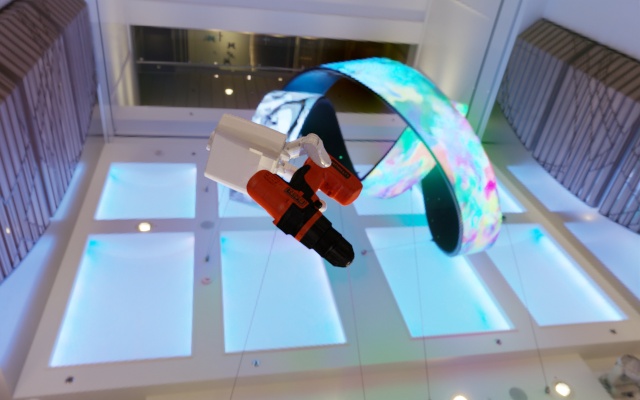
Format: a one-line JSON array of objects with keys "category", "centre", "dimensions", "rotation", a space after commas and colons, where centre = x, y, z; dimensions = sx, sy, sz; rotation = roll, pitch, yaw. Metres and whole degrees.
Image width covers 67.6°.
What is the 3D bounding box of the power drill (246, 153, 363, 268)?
[{"category": "power drill", "centre": [0.000, 0.002, 0.725], "dimensions": [0.057, 0.184, 0.187], "rotation": [-50, -4, 30]}]
